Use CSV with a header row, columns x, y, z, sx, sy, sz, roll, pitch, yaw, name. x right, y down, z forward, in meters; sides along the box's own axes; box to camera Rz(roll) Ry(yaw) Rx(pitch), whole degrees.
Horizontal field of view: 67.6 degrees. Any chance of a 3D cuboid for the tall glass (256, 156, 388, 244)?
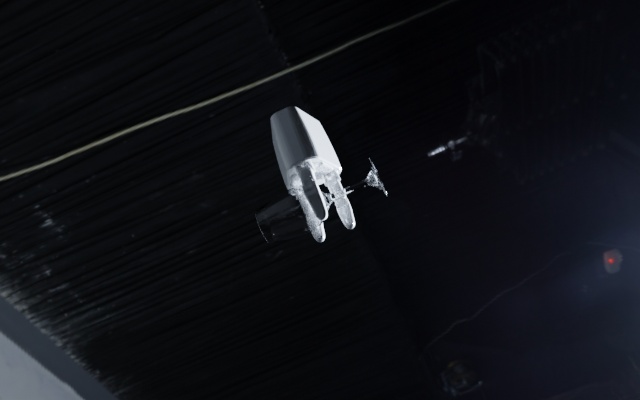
x,y,z,sx,sy,sz,roll,pitch,yaw,name
0.001,0.002,0.757,0.201,0.079,0.079,-24,-3,6,tall glass
